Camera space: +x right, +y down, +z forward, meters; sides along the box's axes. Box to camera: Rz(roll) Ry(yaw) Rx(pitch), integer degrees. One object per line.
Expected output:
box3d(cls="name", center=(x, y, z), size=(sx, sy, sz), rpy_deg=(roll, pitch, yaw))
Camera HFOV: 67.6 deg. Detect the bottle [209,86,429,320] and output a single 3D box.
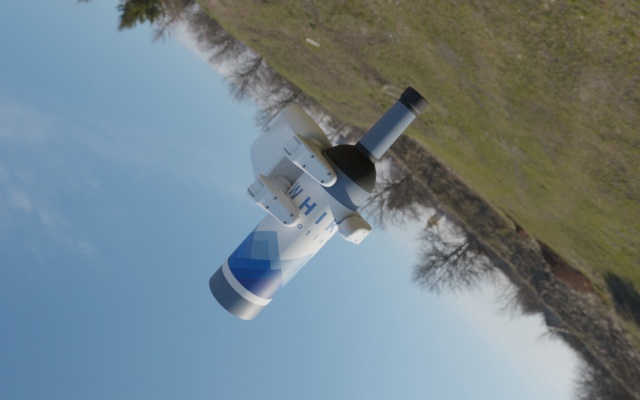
box3d(cls="bottle", center=(0.000, 0.002, 0.502), size=(0.069, 0.296, 0.069), rpy_deg=(41, 12, -10))
